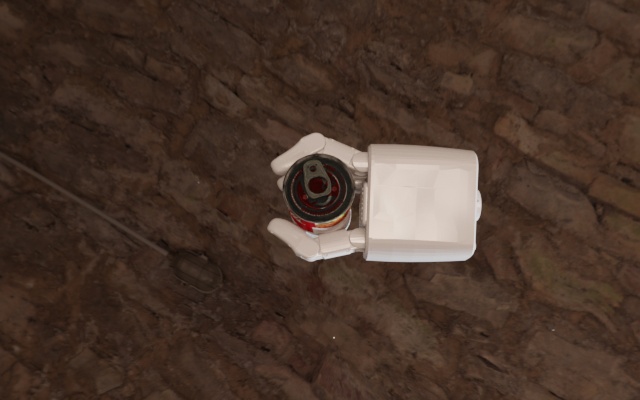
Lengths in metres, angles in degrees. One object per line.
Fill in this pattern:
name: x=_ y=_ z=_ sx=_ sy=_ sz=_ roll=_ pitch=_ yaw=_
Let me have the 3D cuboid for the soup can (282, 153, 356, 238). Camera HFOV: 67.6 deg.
soup can: x=0.000 y=0.002 z=0.489 sx=0.068 sy=0.068 sz=0.102 roll=0 pitch=-16 yaw=2
